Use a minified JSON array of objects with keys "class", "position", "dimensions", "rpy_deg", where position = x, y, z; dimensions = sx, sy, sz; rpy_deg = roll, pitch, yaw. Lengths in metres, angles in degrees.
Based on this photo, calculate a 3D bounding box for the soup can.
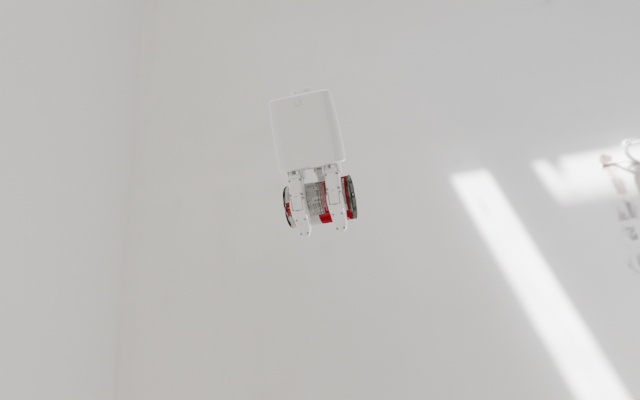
[{"class":"soup can","position":[0.000,0.003,0.732],"dimensions":[0.102,0.068,0.068],"rpy_deg":[-9,-2,10]}]
